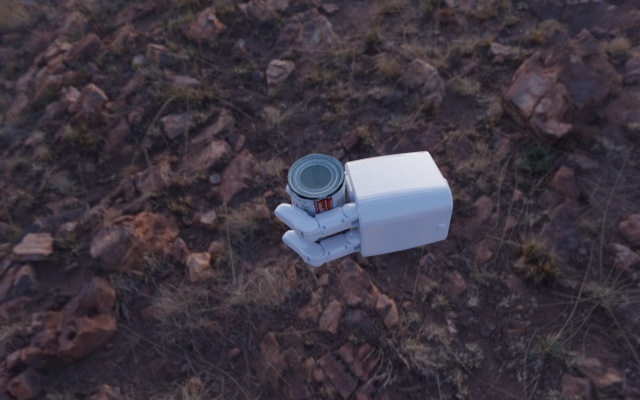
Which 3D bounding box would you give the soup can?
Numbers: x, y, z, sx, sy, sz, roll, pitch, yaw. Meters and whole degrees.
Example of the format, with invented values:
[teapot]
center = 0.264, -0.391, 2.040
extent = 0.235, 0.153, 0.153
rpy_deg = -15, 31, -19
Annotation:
[soup can]
center = 0.000, 0.002, 0.574
extent = 0.068, 0.068, 0.102
rpy_deg = 0, -37, 7
